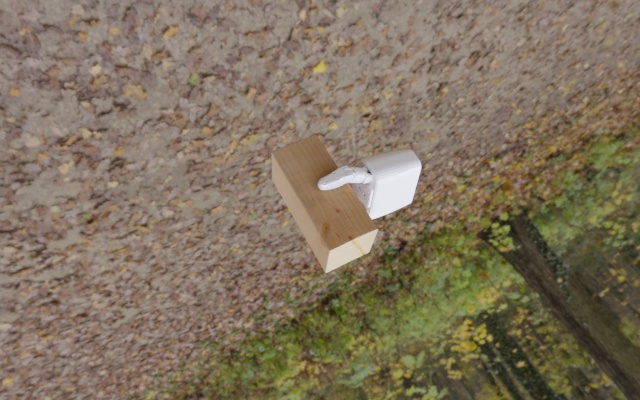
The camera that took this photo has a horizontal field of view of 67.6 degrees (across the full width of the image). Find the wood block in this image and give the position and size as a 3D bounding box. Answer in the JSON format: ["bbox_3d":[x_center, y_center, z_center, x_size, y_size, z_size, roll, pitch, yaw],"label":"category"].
[{"bbox_3d":[0.001,0.002,0.811,0.090,0.206,0.091,-23,-26,-18],"label":"wood block"}]
